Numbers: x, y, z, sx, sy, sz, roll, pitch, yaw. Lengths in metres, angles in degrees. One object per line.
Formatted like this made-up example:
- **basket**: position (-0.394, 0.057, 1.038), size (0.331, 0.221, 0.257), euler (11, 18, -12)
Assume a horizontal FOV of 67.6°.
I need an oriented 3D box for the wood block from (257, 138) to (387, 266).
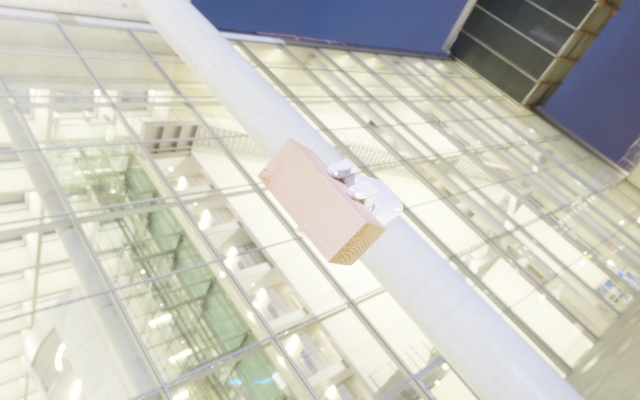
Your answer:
- **wood block**: position (0.000, 0.003, 0.801), size (0.206, 0.091, 0.090), euler (48, 14, 27)
